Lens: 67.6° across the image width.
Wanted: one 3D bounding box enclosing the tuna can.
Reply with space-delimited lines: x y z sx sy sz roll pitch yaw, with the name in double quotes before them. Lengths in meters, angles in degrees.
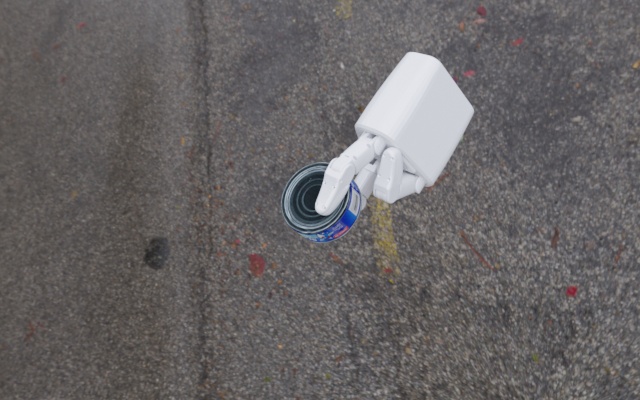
"tuna can" 0.000 0.002 0.527 0.086 0.086 0.034 0 -21 28
